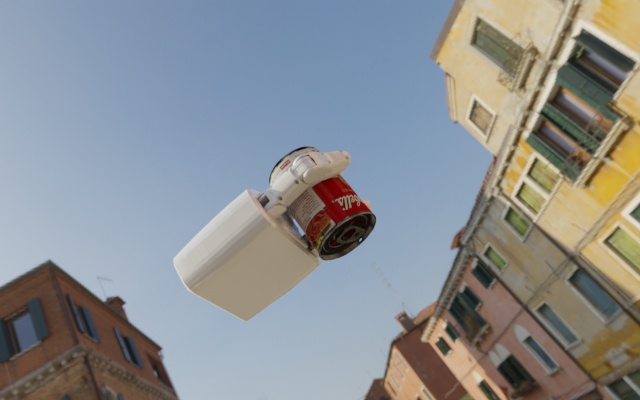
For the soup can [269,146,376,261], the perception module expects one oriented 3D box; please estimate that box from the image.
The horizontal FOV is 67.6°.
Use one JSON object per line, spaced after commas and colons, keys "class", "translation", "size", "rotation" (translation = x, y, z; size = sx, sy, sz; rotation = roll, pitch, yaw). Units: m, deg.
{"class": "soup can", "translation": [0.000, 0.001, 0.490], "size": [0.068, 0.068, 0.102], "rotation": [0, 43, -48]}
